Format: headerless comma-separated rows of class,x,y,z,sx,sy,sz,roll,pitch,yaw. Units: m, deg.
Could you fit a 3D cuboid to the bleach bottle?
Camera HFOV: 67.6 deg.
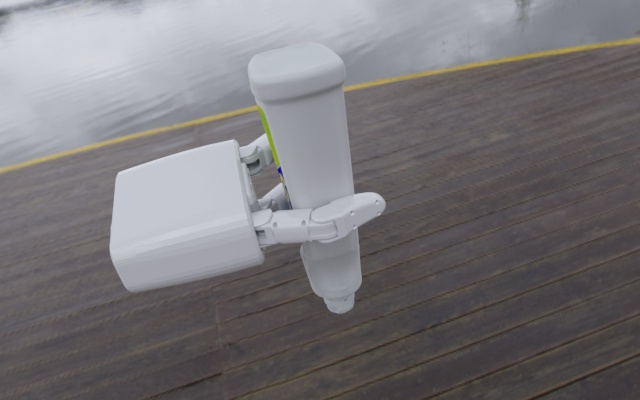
bleach bottle,0.000,0.001,0.414,0.068,0.251,0.102,-15,30,-5
